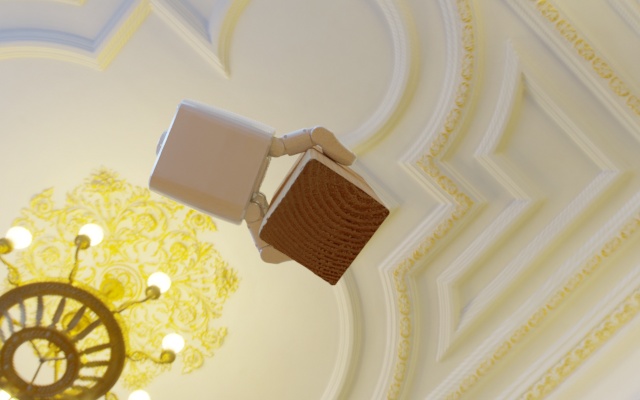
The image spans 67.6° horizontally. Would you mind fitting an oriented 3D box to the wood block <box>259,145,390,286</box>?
[{"bbox_3d":[0.000,0.001,0.531,0.090,0.091,0.206,34,8,-8],"label":"wood block"}]
